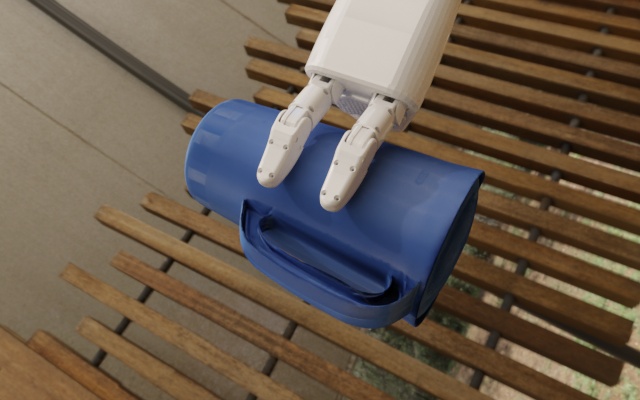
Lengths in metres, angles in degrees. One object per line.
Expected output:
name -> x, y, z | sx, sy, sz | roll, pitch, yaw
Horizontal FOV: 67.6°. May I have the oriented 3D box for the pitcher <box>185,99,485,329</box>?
pitcher -> 0.000, 0.001, 0.408 | 0.243, 0.145, 0.149 | 23, -4, 21
